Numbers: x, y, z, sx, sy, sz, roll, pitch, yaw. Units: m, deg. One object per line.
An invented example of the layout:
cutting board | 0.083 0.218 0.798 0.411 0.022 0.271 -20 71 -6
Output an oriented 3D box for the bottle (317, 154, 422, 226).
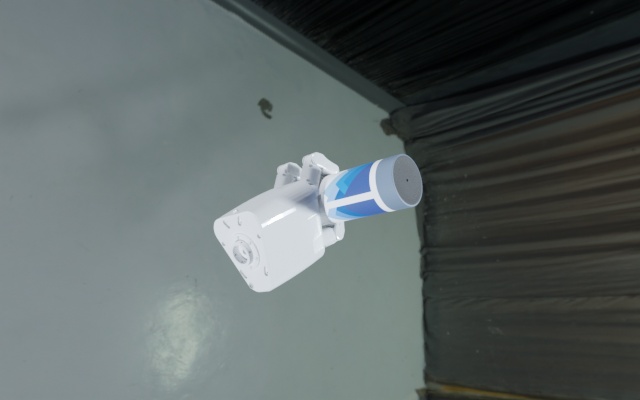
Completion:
bottle | 0.000 0.002 0.679 0.296 0.069 0.069 -14 -10 42
